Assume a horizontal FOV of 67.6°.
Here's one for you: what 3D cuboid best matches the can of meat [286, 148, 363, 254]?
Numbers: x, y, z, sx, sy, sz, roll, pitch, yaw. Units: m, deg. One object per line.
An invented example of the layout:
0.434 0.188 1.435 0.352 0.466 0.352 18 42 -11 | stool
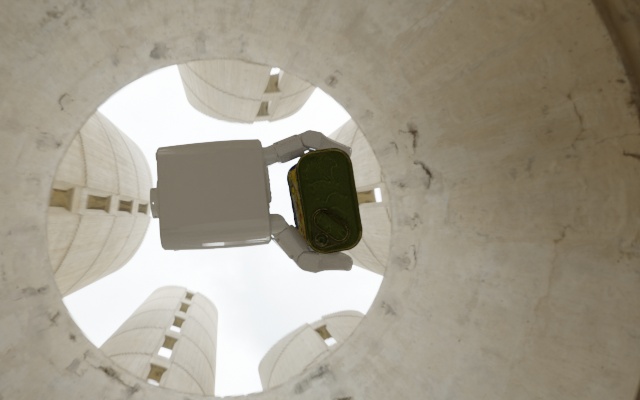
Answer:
0.000 0.002 0.504 0.057 0.102 0.084 -9 0 -13 | can of meat
